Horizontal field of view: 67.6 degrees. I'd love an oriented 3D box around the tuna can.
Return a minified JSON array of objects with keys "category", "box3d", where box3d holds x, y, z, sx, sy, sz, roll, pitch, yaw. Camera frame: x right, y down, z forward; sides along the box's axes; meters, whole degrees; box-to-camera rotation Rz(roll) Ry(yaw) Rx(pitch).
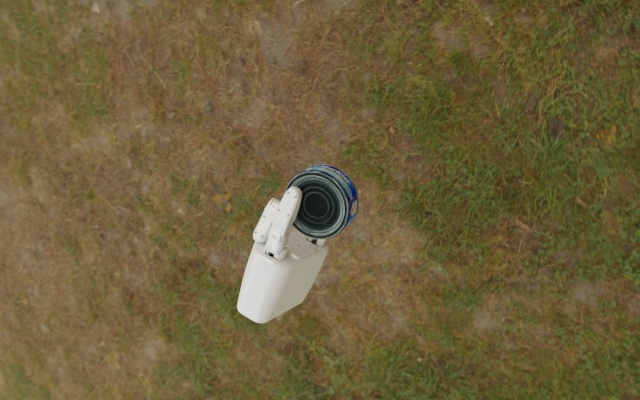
[{"category":"tuna can","box3d":[0.000,0.002,0.564,0.086,0.086,0.033,0,16,25]}]
